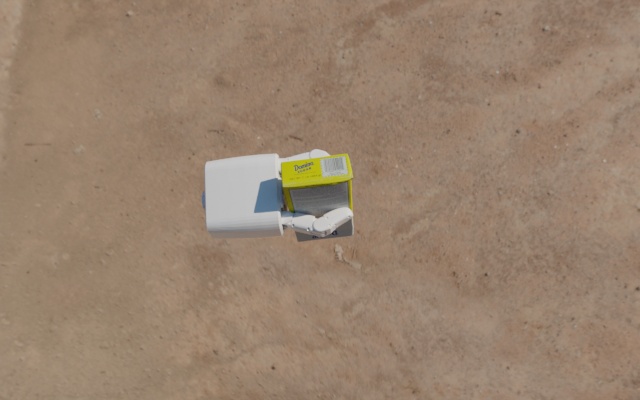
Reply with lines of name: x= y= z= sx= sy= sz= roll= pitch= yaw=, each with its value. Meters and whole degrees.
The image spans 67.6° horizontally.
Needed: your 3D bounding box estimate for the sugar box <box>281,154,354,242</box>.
sugar box: x=0.000 y=0.002 z=0.696 sx=0.093 sy=0.048 sz=0.176 roll=-7 pitch=-27 yaw=0
